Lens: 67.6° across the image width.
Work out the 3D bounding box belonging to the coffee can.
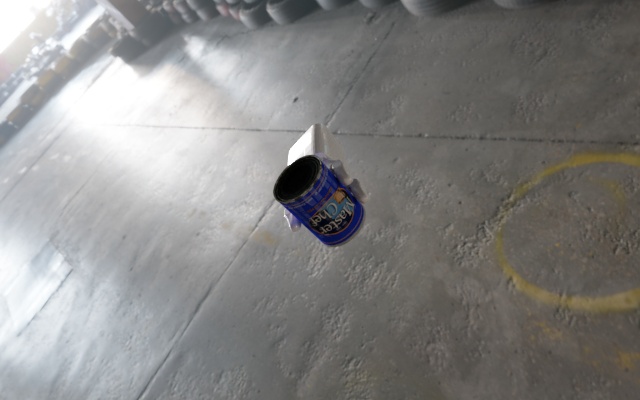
[{"bbox_3d":[0.000,0.003,0.839,0.103,0.102,0.140,0,-35,45],"label":"coffee can"}]
